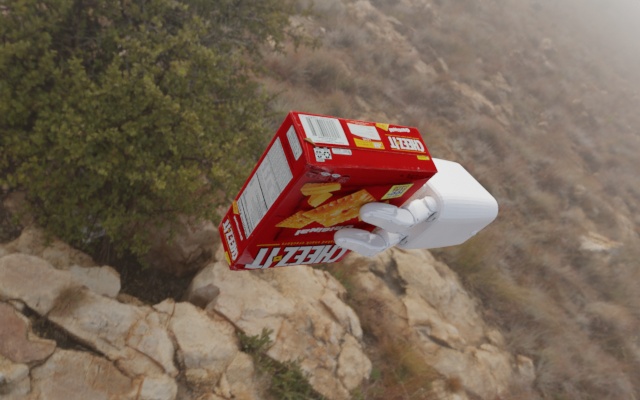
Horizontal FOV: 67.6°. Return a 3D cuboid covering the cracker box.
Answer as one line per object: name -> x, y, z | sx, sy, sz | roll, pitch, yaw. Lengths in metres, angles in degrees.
cracker box -> 0.000, 0.002, 0.542 | 0.164, 0.072, 0.214 | 1, -34, -33
